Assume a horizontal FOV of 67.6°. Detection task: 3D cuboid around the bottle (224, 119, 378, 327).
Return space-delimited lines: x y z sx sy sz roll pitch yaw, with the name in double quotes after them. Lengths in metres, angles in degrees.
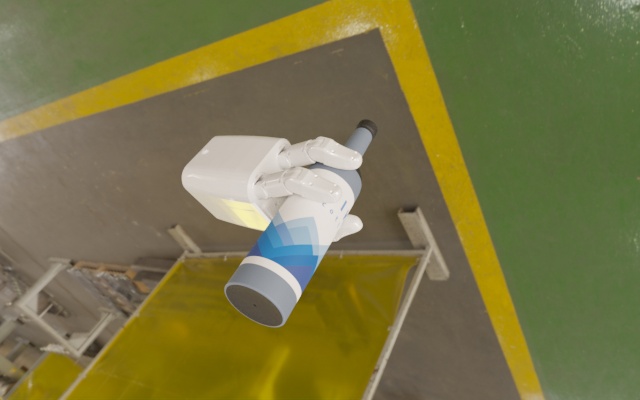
0.000 0.002 0.540 0.069 0.069 0.295 0 42 35 "bottle"
